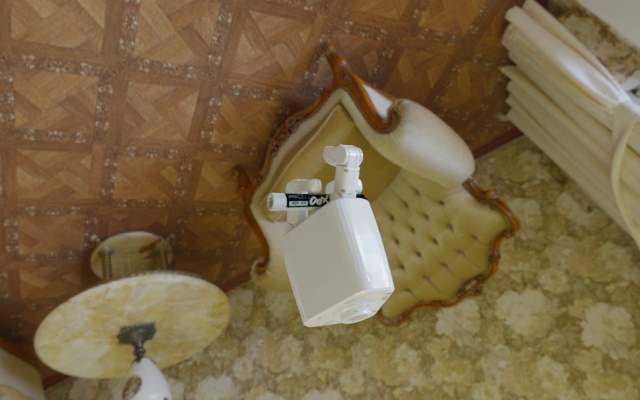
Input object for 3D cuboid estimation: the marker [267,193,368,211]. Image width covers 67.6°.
[{"bbox_3d":[0.000,0.002,0.531,0.121,0.020,0.020,0,0,-28],"label":"marker"}]
